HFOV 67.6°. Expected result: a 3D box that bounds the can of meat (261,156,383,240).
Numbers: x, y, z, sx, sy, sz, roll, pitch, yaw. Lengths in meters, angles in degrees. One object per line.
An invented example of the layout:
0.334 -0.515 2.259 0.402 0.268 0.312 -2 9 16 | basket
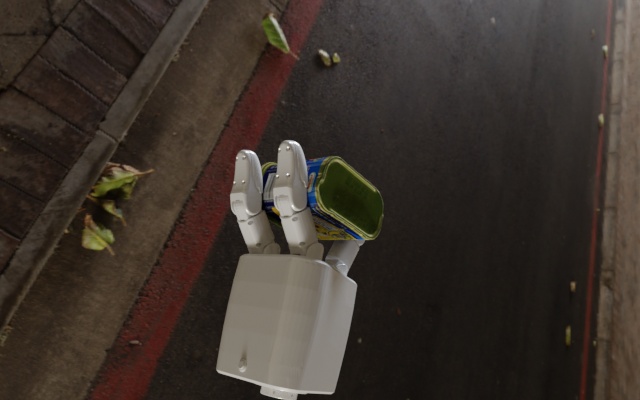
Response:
0.000 0.001 0.457 0.084 0.057 0.102 -4 -28 41 | can of meat
